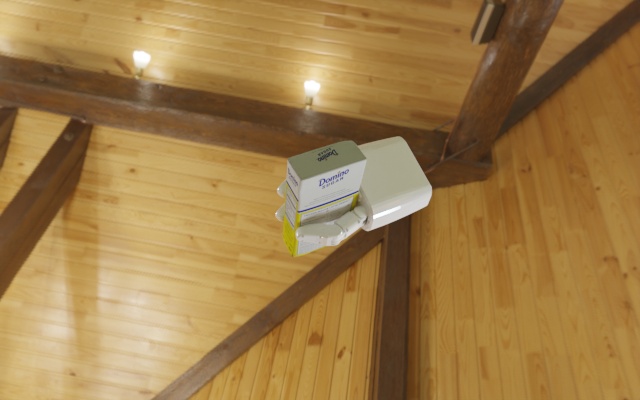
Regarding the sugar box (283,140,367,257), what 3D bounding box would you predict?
[{"bbox_3d":[0.000,0.002,0.642,0.093,0.048,0.176,-19,-35,-21],"label":"sugar box"}]
